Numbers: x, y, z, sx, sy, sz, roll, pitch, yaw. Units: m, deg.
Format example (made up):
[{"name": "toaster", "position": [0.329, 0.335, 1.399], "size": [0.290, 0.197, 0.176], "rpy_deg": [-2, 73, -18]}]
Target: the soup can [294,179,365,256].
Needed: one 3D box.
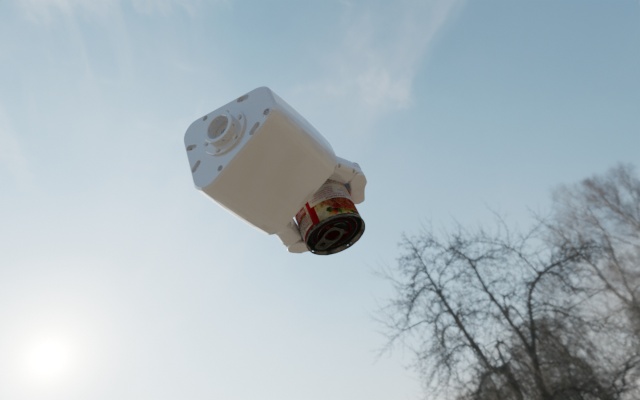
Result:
[{"name": "soup can", "position": [0.000, 0.002, 0.541], "size": [0.068, 0.102, 0.069], "rpy_deg": [-15, -38, -12]}]
